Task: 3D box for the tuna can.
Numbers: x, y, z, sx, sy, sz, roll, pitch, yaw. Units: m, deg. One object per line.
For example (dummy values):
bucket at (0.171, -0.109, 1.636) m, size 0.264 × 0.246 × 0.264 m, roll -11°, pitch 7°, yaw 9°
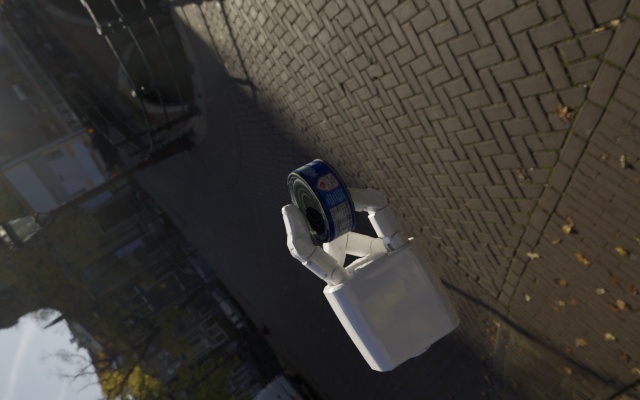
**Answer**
tuna can at (0.000, 0.002, 0.506) m, size 0.033 × 0.086 × 0.086 m, roll -27°, pitch 10°, yaw -20°
